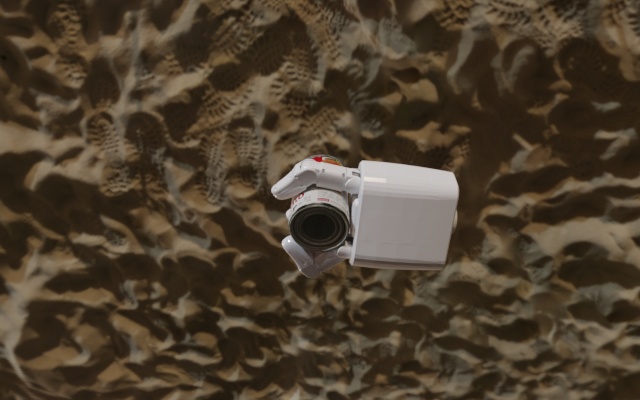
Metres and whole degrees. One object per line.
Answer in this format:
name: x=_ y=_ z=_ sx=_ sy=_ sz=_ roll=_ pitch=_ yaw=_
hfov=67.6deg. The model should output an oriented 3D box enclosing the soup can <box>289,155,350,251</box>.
soup can: x=0.000 y=0.002 z=0.552 sx=0.068 sy=0.069 sz=0.102 roll=0 pitch=36 yaw=2
